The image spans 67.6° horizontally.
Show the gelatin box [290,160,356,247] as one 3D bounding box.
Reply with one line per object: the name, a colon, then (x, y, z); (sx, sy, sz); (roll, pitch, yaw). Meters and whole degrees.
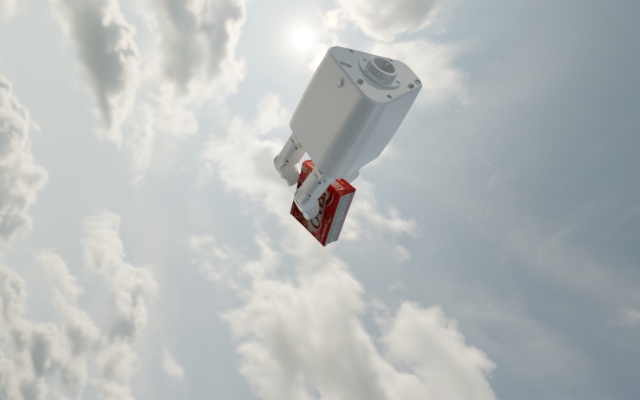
gelatin box: (0.000, 0.002, 0.609); (0.030, 0.089, 0.073); (-20, 50, -39)
